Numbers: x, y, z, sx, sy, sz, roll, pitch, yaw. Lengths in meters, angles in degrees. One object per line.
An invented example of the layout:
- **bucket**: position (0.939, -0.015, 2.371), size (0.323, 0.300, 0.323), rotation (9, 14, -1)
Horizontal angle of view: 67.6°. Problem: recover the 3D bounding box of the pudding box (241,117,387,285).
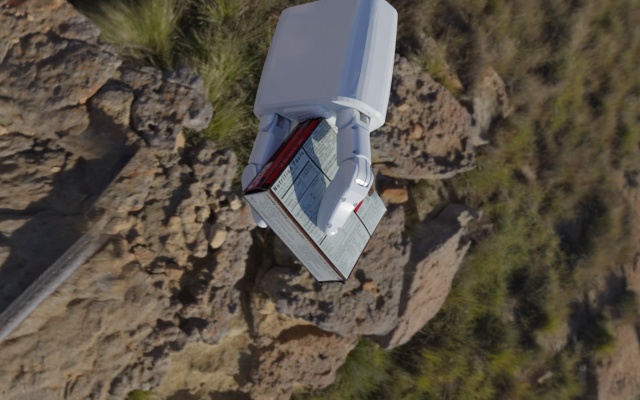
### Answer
- **pudding box**: position (0.000, 0.001, 0.402), size (0.039, 0.113, 0.090), rotation (-9, 38, 48)
